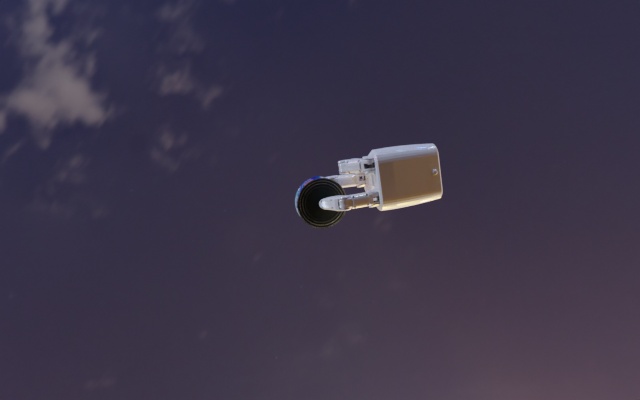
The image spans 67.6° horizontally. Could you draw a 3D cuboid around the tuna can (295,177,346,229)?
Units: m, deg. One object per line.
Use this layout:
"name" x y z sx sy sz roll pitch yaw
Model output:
"tuna can" 0.000 0.003 0.811 0.086 0.086 0.033 0 8 -12
